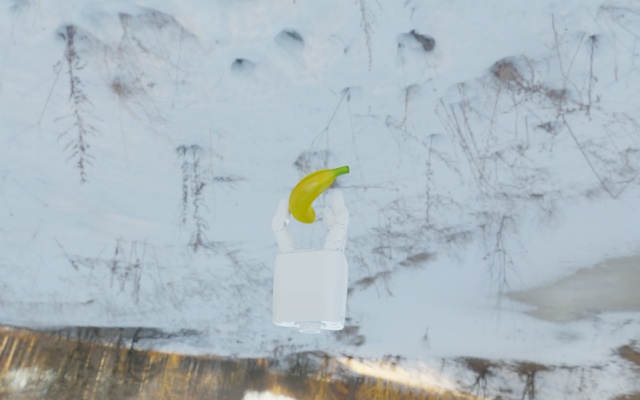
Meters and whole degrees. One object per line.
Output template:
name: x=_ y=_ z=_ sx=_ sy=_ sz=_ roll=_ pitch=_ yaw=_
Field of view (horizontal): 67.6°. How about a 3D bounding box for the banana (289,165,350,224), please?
banana: x=-0.017 y=-0.001 z=0.756 sx=0.069 sy=0.037 sz=0.198 roll=6 pitch=-24 yaw=-16
